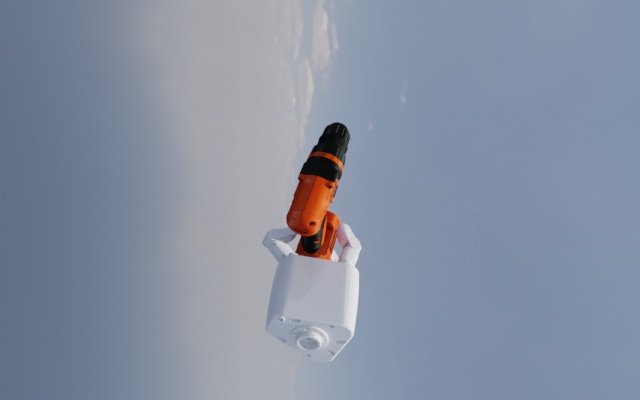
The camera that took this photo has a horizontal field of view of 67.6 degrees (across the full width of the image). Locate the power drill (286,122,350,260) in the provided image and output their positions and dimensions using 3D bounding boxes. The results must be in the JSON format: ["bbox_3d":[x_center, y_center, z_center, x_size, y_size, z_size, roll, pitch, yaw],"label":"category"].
[{"bbox_3d":[0.000,0.003,0.702,0.057,0.184,0.188,15,-33,11],"label":"power drill"}]
